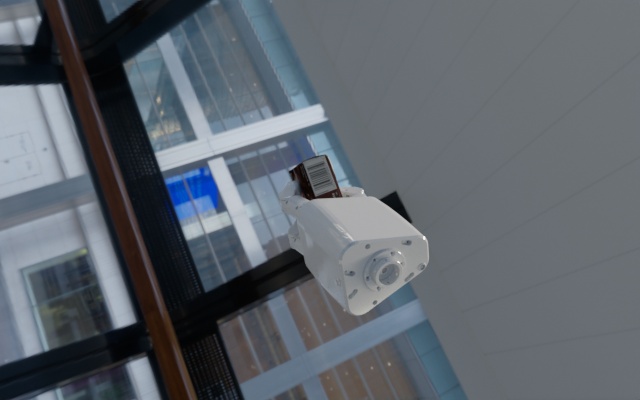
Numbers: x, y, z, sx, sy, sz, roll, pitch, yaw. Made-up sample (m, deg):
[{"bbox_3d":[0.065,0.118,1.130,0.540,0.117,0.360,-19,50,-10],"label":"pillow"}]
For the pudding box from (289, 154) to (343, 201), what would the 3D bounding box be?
[{"bbox_3d":[0.000,0.002,0.630,0.039,0.113,0.090,-18,0,-16],"label":"pudding box"}]
